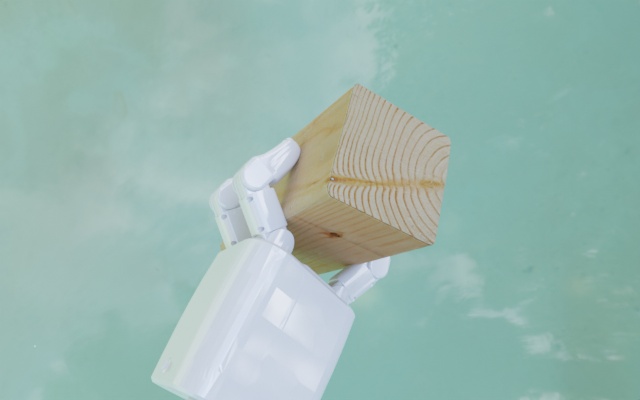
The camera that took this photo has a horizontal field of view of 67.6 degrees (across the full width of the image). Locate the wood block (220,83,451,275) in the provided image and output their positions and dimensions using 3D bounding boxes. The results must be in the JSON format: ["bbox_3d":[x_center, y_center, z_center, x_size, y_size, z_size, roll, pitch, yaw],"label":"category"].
[{"bbox_3d":[0.000,0.002,0.407,0.091,0.090,0.206,26,-26,-22],"label":"wood block"}]
